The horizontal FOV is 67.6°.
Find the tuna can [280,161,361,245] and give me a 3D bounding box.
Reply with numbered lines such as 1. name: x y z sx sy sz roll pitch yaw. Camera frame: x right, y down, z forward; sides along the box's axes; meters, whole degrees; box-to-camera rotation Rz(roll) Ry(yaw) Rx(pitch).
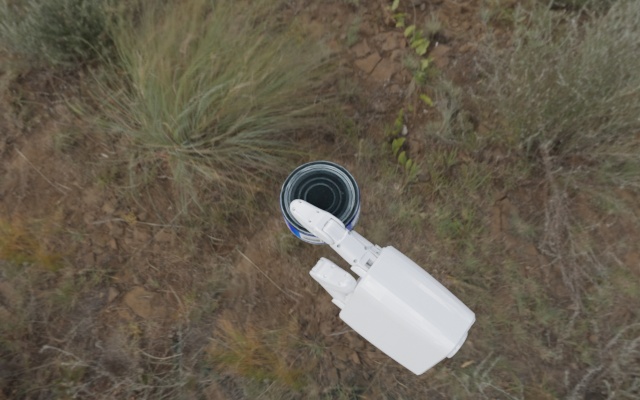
1. tuna can: 0.000 0.001 0.509 0.086 0.086 0.034 0 -20 4
